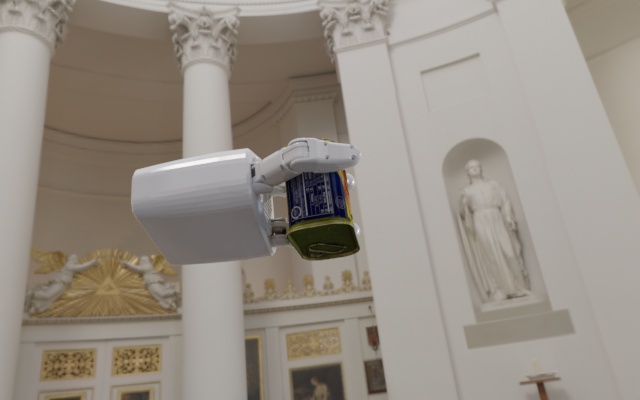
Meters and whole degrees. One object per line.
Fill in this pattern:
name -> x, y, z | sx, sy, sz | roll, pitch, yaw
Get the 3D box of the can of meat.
can of meat -> 0.000, 0.001, 0.444 | 0.057, 0.084, 0.102 | -10, -23, 6
